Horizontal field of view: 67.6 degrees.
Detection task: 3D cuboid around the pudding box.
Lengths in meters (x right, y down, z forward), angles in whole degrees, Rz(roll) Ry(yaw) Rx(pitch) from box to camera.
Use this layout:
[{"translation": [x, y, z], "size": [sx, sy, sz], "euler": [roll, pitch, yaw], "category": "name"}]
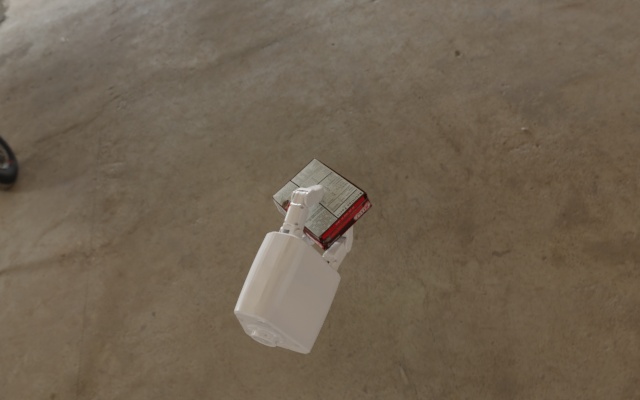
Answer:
[{"translation": [0.000, 0.002, 0.653], "size": [0.113, 0.090, 0.039], "euler": [39, -14, 36], "category": "pudding box"}]
